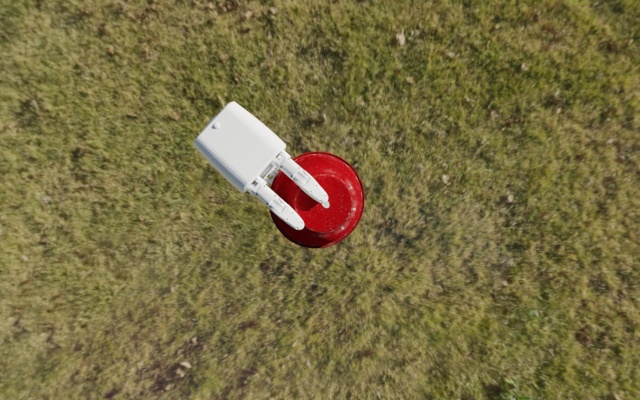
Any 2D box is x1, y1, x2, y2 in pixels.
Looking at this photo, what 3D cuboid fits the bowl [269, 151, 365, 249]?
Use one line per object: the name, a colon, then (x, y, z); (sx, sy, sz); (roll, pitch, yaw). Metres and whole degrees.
bowl: (0.001, 0.003, 0.763); (0.162, 0.162, 0.055); (0, 6, -11)
